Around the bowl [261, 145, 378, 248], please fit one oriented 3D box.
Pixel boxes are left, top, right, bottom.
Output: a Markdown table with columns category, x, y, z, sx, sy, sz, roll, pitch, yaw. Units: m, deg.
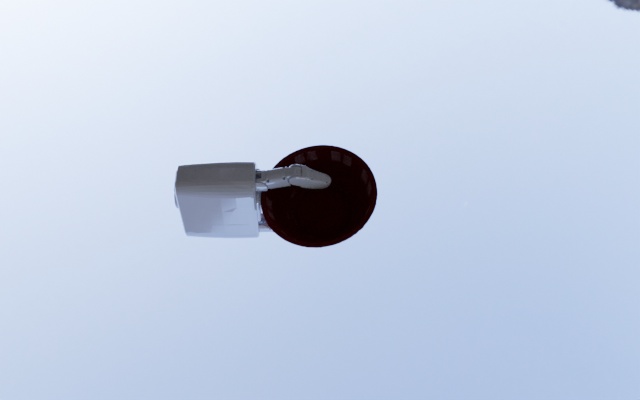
| category | x | y | z | sx | sy | sz | roll | pitch | yaw |
| --- | --- | --- | --- | --- | --- | --- | --- | --- | --- |
| bowl | 0.001 | 0.003 | 0.673 | 0.162 | 0.162 | 0.055 | 0 | -29 | 9 |
